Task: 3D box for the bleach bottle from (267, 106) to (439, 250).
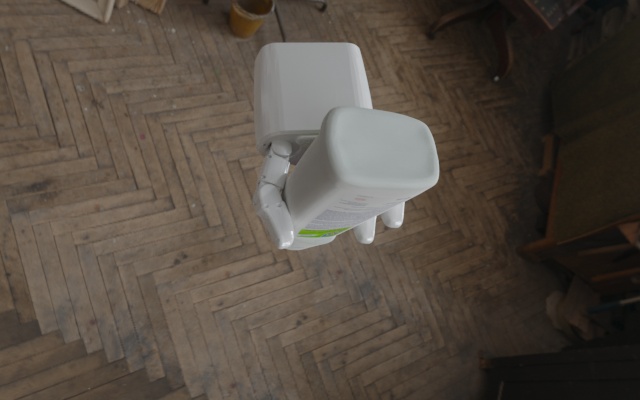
[{"bbox_3d":[0.000,0.002,0.463,0.102,0.068,0.251,3,-21,-25],"label":"bleach bottle"}]
